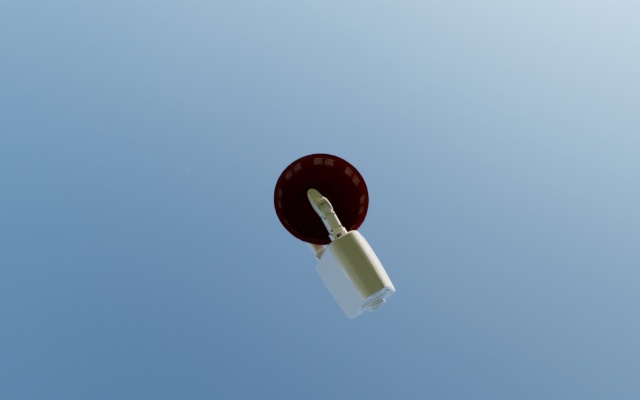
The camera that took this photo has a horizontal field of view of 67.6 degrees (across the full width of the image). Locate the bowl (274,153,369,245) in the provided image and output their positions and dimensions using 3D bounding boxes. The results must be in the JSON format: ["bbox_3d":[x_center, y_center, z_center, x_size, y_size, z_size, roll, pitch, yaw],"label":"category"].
[{"bbox_3d":[0.000,0.002,0.826,0.162,0.162,0.055,0,-16,-4],"label":"bowl"}]
